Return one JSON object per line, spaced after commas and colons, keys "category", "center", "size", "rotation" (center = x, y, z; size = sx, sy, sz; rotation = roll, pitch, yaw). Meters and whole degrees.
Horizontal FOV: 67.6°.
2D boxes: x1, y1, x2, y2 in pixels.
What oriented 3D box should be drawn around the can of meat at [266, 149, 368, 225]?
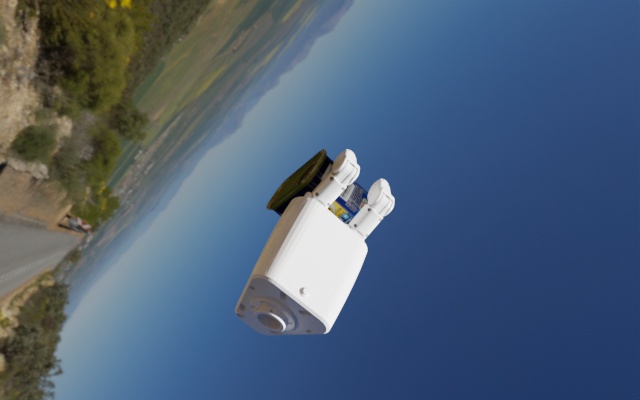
{"category": "can of meat", "center": [0.000, 0.002, 0.561], "size": [0.084, 0.057, 0.102], "rotation": [41, -44, -13]}
